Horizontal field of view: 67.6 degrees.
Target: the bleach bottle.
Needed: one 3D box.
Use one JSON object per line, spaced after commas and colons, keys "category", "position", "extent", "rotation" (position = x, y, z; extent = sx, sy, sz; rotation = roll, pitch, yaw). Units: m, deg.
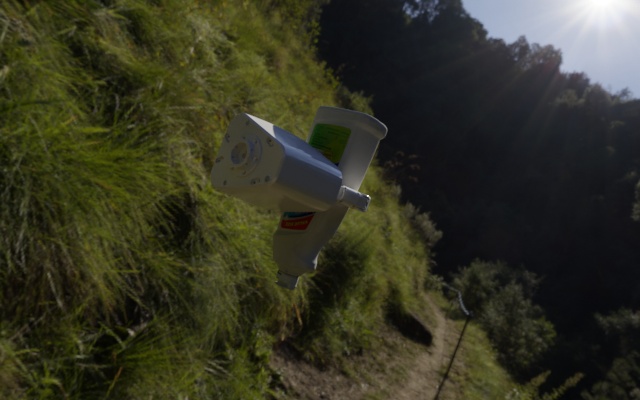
{"category": "bleach bottle", "position": [0.000, 0.002, 0.650], "extent": [0.102, 0.251, 0.068], "rotation": [20, -1, 40]}
